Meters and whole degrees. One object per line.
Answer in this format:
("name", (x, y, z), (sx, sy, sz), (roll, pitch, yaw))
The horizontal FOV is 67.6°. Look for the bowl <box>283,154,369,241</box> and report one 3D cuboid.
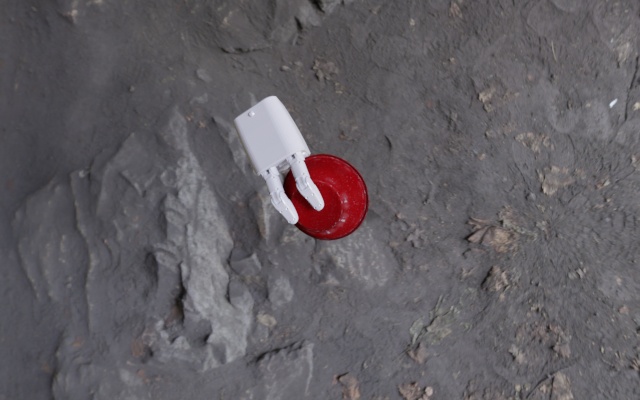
("bowl", (0.001, 0.004, 0.832), (0.162, 0.162, 0.055), (0, 16, 16))
